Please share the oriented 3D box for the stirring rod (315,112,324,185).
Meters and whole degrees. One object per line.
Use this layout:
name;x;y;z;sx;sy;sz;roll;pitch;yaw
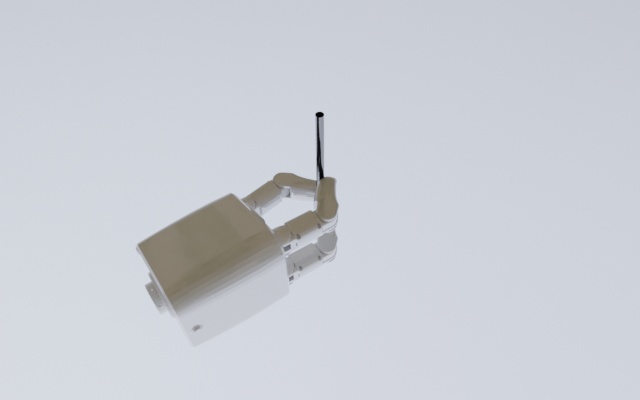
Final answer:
stirring rod;0.000;0.002;0.508;0.011;0.011;0.240;0;-39;0
